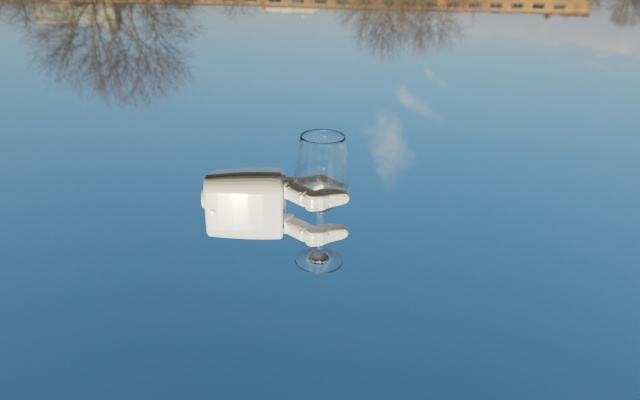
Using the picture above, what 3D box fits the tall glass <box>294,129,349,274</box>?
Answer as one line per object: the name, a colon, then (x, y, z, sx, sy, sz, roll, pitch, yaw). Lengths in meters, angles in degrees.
tall glass: (0.000, 0.003, 0.688, 0.079, 0.201, 0.079, 2, 26, -1)
